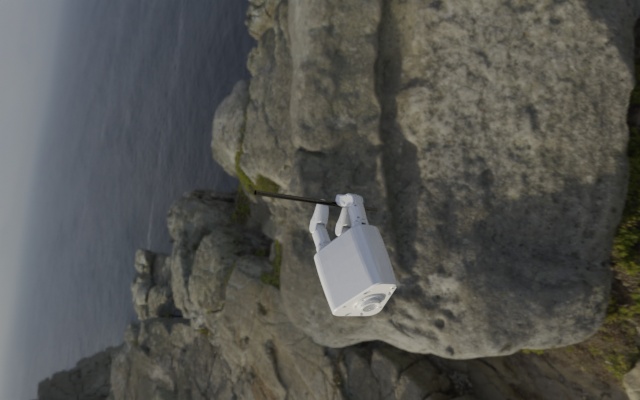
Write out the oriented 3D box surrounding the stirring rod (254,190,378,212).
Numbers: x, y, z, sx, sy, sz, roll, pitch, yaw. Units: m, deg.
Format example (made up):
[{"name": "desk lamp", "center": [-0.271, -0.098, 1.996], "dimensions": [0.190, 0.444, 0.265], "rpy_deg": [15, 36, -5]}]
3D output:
[{"name": "stirring rod", "center": [0.000, 0.003, 0.803], "dimensions": [0.239, 0.011, 0.011], "rpy_deg": [8, -5, -32]}]
